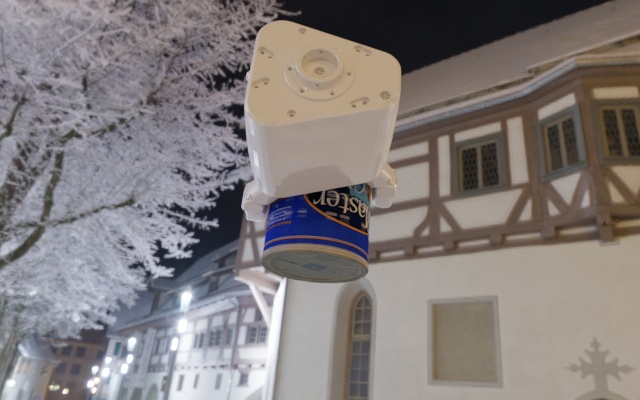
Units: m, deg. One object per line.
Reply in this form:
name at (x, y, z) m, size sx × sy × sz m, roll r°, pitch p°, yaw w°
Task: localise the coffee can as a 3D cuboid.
coffee can at (0.000, 0.002, 0.480) m, size 0.103 × 0.140 × 0.103 m, roll 5°, pitch -24°, yaw 2°
